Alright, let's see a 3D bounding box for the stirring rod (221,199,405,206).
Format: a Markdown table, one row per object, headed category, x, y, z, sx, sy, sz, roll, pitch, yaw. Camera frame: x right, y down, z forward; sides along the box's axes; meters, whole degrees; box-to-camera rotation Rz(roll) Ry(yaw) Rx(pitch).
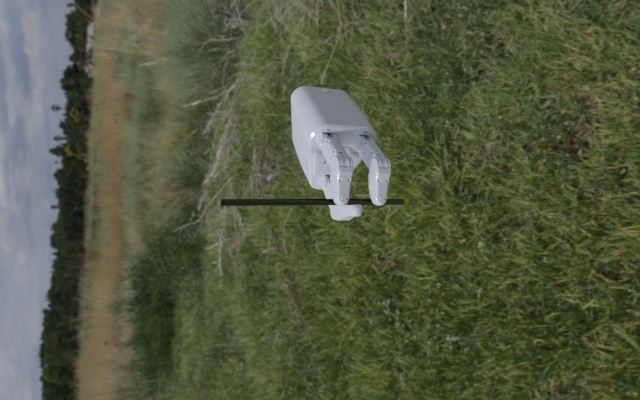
| category | x | y | z | sx | sy | sz | roll | pitch | yaw |
| --- | --- | --- | --- | --- | --- | --- | --- | --- | --- |
| stirring rod | 0.000 | 0.002 | 0.579 | 0.239 | 0.011 | 0.011 | 0 | 0 | -25 |
